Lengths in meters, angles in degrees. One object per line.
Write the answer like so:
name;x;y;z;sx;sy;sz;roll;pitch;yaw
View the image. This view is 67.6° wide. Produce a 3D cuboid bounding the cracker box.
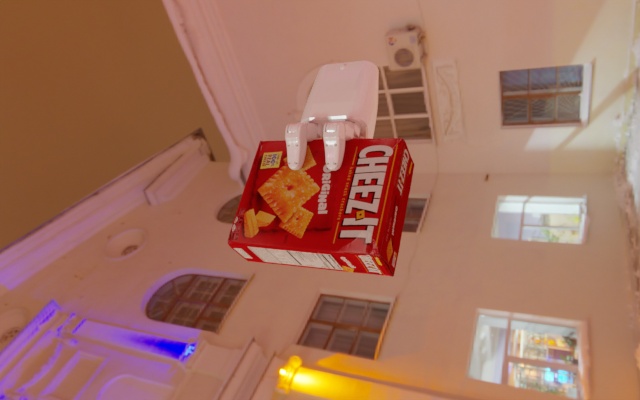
cracker box;0.000;0.002;0.626;0.213;0.164;0.072;2;-27;26
